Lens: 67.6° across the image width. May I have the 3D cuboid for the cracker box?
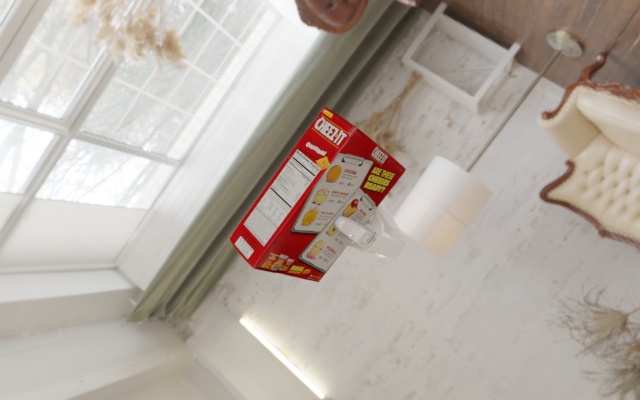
[{"bbox_3d":[0.000,0.002,0.650,0.072,0.214,0.164,41,8,33],"label":"cracker box"}]
